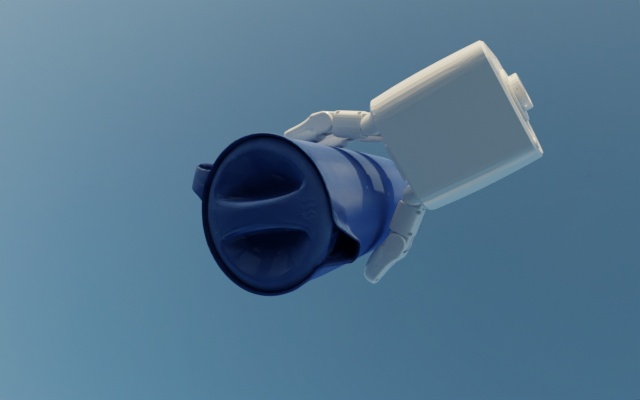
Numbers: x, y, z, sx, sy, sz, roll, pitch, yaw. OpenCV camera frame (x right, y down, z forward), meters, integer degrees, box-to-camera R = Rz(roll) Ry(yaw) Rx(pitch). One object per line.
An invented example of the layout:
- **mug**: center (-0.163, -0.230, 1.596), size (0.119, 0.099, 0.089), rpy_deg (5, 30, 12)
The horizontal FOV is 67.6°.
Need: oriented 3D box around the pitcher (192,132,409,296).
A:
- **pitcher**: center (0.000, 0.002, 0.490), size (0.145, 0.149, 0.243), rpy_deg (-30, -12, 28)
